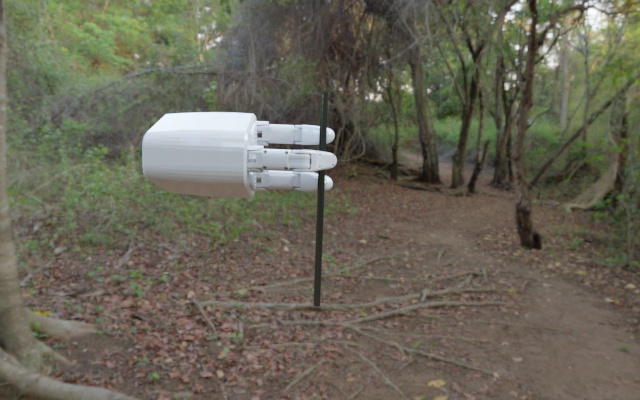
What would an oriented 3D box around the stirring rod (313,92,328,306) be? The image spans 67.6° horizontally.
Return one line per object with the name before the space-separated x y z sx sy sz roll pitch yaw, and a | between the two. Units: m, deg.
stirring rod | 0.000 0.002 0.535 0.011 0.239 0.011 2 8 0
